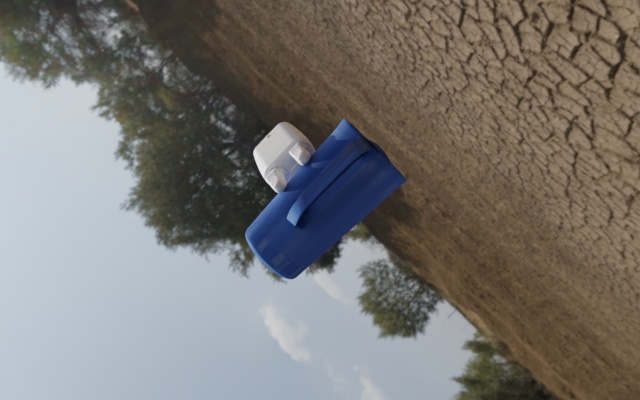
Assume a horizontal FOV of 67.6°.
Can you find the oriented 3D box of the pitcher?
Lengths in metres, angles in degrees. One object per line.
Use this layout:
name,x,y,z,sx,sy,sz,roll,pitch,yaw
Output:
pitcher,0.000,0.002,0.722,0.149,0.243,0.145,41,7,-35
